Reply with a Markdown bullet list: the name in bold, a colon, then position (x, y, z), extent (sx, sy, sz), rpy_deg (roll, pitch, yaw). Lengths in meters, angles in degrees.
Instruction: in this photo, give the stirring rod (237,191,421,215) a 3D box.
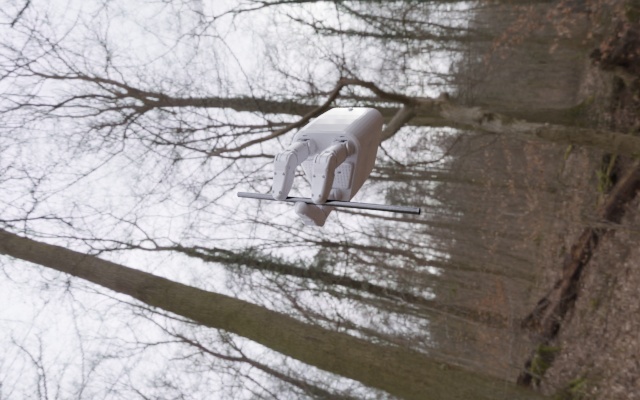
- **stirring rod**: position (0.000, 0.002, 0.570), extent (0.239, 0.011, 0.011), rpy_deg (5, 2, 27)
